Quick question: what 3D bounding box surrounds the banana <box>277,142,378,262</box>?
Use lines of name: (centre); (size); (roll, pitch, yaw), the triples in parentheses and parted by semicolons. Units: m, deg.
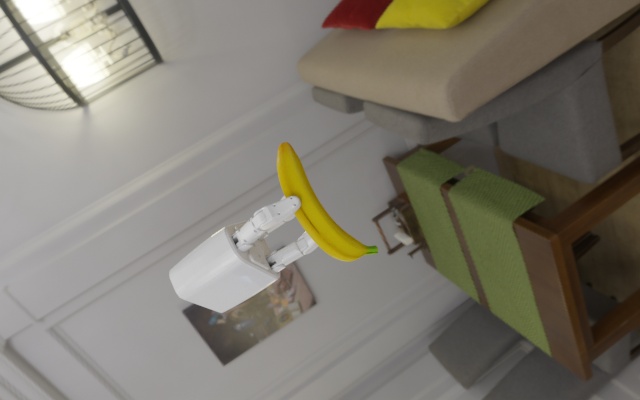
banana: (-0.006, 0.011, 0.630); (0.037, 0.198, 0.069); (-38, 2, 34)
